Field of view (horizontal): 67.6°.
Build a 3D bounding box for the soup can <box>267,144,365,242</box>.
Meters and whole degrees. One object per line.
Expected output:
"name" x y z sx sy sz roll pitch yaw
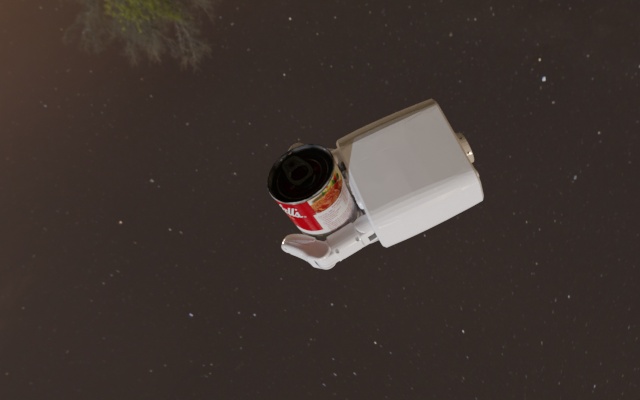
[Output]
"soup can" 0.000 0.002 0.477 0.068 0.068 0.102 0 -33 27
